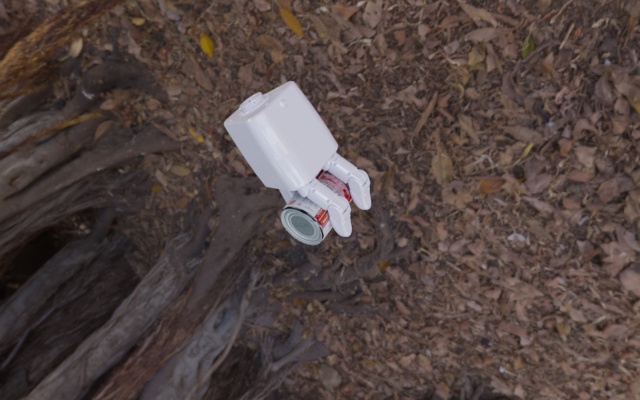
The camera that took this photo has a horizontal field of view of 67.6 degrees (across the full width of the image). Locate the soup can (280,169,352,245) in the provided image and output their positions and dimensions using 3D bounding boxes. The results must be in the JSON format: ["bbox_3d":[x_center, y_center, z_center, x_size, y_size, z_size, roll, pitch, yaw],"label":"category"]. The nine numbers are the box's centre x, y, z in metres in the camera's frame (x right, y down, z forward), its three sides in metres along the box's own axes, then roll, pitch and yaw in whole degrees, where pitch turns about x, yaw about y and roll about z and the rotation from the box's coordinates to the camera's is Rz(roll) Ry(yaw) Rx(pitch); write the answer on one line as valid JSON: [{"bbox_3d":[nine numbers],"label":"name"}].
[{"bbox_3d":[0.000,0.003,0.652,0.068,0.068,0.102,0,40,42],"label":"soup can"}]
